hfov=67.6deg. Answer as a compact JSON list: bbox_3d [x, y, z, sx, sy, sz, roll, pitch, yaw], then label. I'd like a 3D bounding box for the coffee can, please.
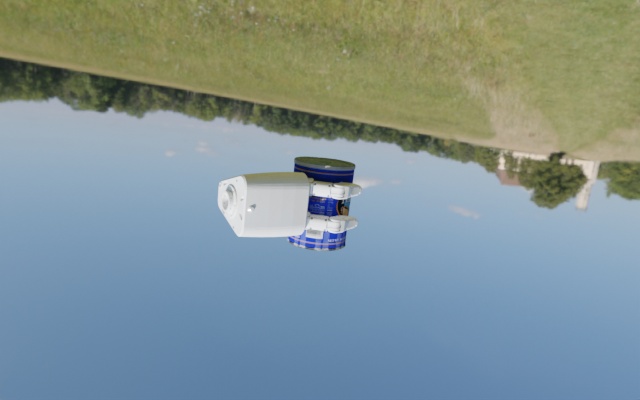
[{"bbox_3d":[0.000,0.002,0.806,0.103,0.140,0.102,6,12,-1],"label":"coffee can"}]
